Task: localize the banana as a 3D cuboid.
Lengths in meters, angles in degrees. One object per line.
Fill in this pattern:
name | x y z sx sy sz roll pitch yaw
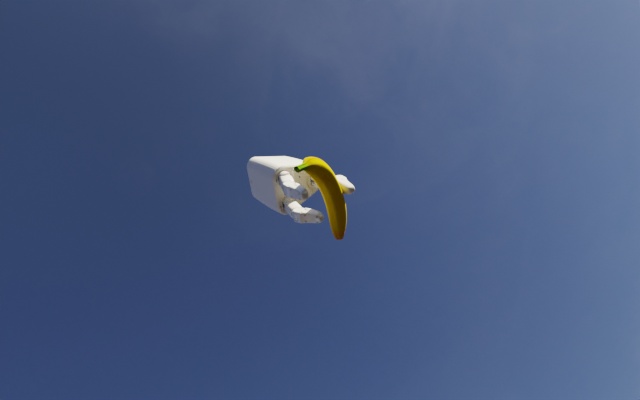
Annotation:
banana | 0.010 -0.013 0.855 0.037 0.069 0.198 16 -31 43
